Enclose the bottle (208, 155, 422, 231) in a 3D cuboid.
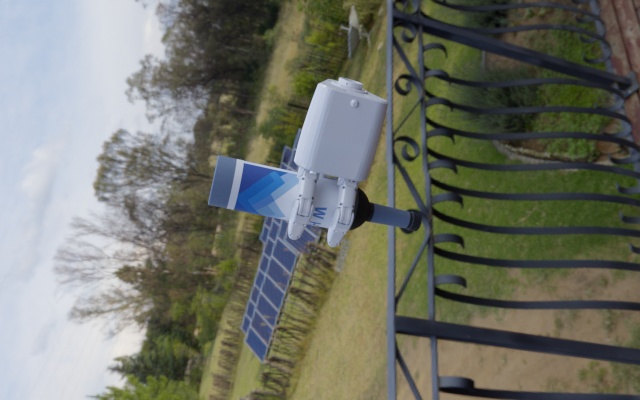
[{"bbox_3d":[0.000,0.002,0.657,0.296,0.069,0.069,12,-3,-13],"label":"bottle"}]
